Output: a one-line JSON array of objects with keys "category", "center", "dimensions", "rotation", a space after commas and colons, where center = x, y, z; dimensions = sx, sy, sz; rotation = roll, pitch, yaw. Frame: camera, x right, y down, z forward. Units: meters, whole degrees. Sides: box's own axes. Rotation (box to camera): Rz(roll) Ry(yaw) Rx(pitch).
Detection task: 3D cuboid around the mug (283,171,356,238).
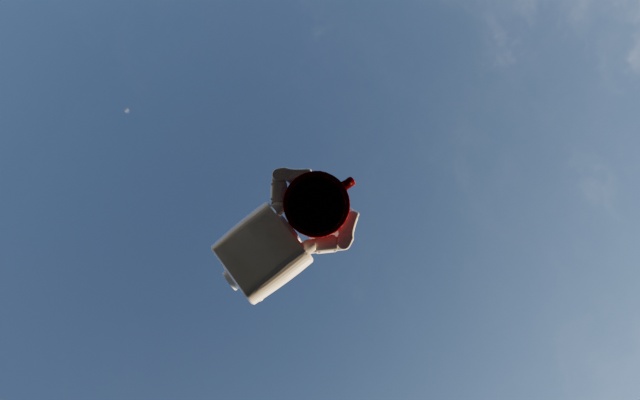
[{"category": "mug", "center": [0.001, 0.001, 0.697], "dimensions": [0.117, 0.093, 0.081], "rotation": [-37, -1, -9]}]
